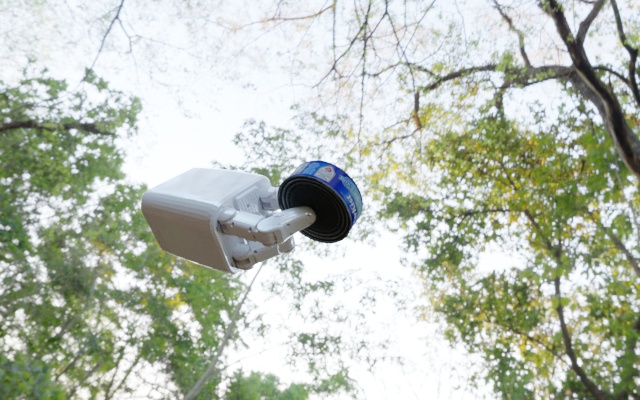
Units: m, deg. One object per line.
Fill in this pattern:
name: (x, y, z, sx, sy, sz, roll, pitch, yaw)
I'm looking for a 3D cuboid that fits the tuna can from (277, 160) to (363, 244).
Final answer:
tuna can: (0.000, 0.001, 0.495, 0.086, 0.086, 0.033, 0, 36, 36)
